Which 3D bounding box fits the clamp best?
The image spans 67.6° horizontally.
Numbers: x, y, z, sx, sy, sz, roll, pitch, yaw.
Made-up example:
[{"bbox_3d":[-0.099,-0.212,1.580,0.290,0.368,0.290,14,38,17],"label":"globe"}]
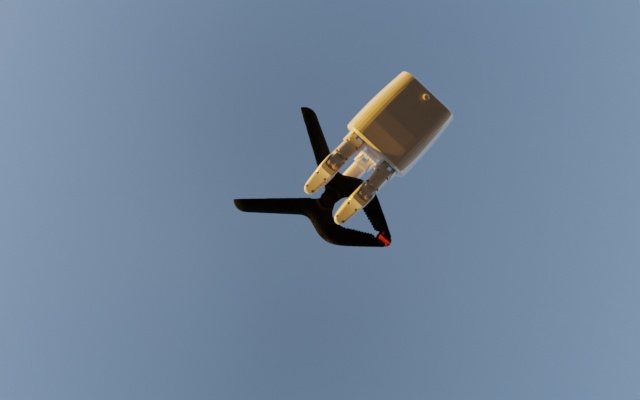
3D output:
[{"bbox_3d":[0.001,0.002,0.640,0.210,0.164,0.036,43,2,0],"label":"clamp"}]
